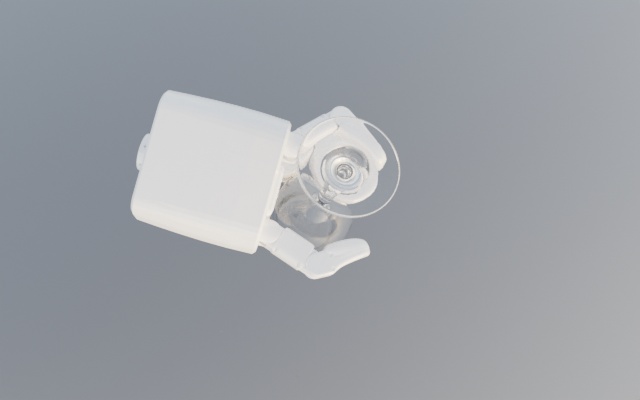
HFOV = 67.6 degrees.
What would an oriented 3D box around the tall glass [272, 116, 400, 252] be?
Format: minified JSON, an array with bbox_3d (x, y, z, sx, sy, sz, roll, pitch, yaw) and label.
[{"bbox_3d":[0.000,0.001,0.423,0.079,0.079,0.201,0,-15,-12],"label":"tall glass"}]
